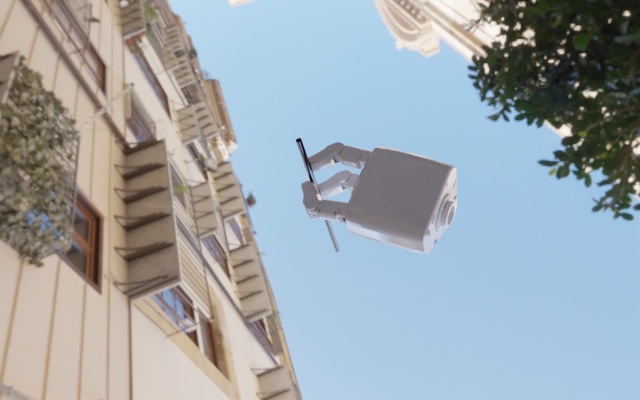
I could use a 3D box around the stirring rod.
[{"bbox_3d":[0.000,0.002,0.687,0.011,0.011,0.240,0,-41,18],"label":"stirring rod"}]
